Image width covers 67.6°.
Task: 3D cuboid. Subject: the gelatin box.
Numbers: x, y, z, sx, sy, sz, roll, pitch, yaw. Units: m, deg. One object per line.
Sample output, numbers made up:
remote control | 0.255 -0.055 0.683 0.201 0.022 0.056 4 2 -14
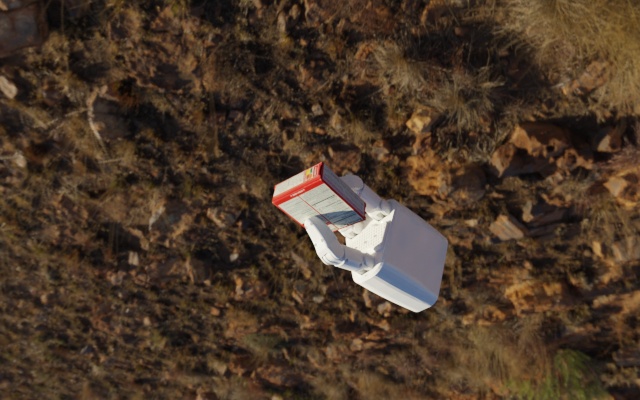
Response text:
gelatin box | 0.000 0.002 0.561 0.073 0.030 0.089 -24 -47 31
